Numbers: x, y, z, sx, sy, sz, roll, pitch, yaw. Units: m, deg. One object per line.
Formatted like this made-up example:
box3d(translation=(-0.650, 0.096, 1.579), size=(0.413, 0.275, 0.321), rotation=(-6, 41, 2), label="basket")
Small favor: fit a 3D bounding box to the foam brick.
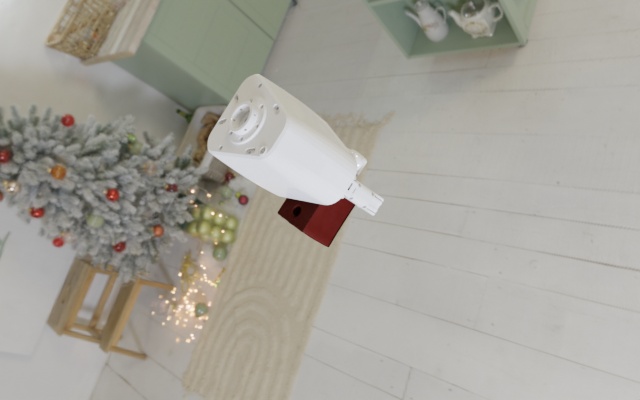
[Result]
box3d(translation=(0.000, 0.002, 0.537), size=(0.051, 0.078, 0.053), rotation=(31, 2, -45), label="foam brick")
